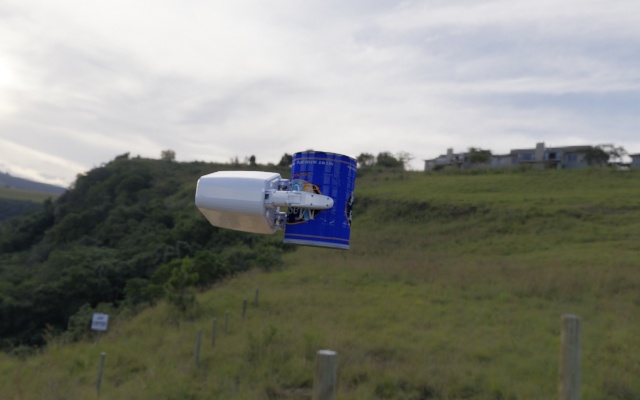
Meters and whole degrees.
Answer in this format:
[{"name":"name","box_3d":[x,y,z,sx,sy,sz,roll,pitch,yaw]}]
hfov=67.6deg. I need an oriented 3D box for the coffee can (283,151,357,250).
[{"name":"coffee can","box_3d":[0.000,0.003,0.745,0.103,0.140,0.103,6,-6,1]}]
